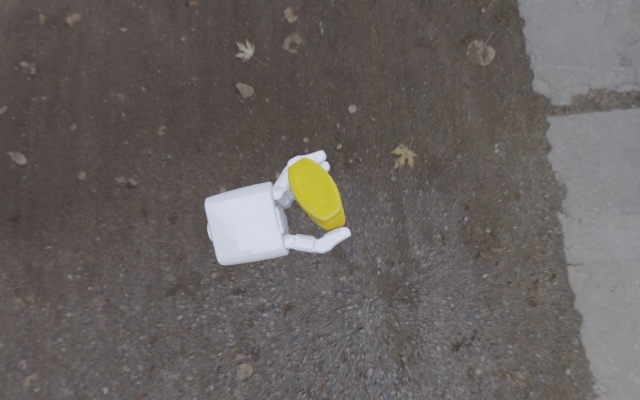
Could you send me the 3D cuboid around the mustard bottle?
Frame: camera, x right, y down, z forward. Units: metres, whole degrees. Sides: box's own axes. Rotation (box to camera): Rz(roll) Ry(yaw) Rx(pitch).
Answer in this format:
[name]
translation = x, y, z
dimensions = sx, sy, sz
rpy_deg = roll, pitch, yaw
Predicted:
[mustard bottle]
translation = 0.000, 0.002, 0.740
dimensions = 0.058, 0.096, 0.192
rpy_deg = -35, -13, -2
